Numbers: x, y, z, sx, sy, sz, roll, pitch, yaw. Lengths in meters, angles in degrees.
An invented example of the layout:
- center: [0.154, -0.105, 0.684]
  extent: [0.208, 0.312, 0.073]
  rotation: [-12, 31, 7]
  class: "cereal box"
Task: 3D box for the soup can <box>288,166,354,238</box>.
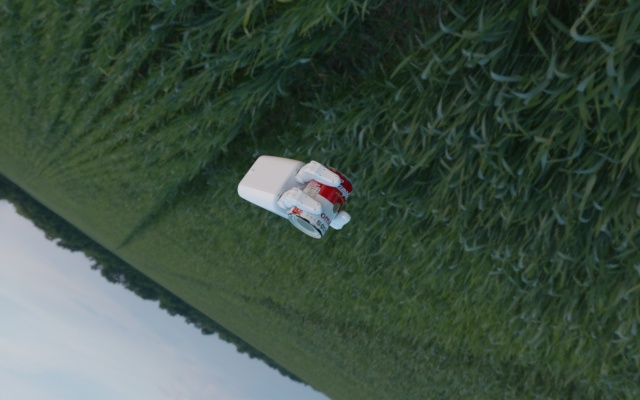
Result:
- center: [0.000, 0.003, 0.788]
  extent: [0.068, 0.102, 0.068]
  rotation: [30, -19, 11]
  class: "soup can"
